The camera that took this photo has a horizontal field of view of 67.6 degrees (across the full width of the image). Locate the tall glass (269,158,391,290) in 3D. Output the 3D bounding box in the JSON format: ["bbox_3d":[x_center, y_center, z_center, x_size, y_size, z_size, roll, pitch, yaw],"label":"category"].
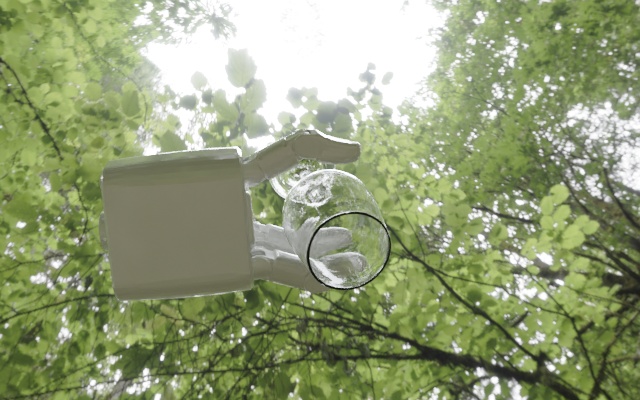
[{"bbox_3d":[0.000,0.001,0.423,0.079,0.079,0.201,0,21,-13],"label":"tall glass"}]
